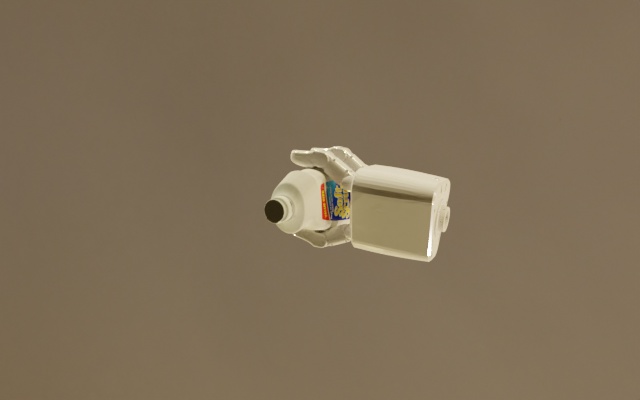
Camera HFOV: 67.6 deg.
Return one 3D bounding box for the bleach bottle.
[{"bbox_3d":[0.000,0.002,0.667,0.068,0.102,0.251,12,14,24],"label":"bleach bottle"}]
